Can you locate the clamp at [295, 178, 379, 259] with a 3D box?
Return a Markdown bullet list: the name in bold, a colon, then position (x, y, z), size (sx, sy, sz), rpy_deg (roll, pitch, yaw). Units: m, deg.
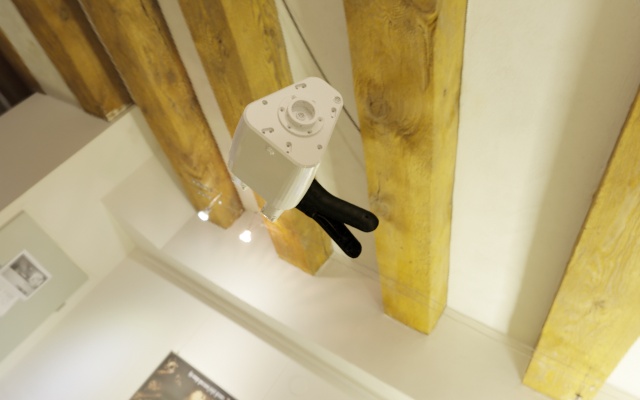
- **clamp**: position (0.000, 0.001, 0.600), size (0.171, 0.039, 0.120), rpy_deg (39, -28, 1)
